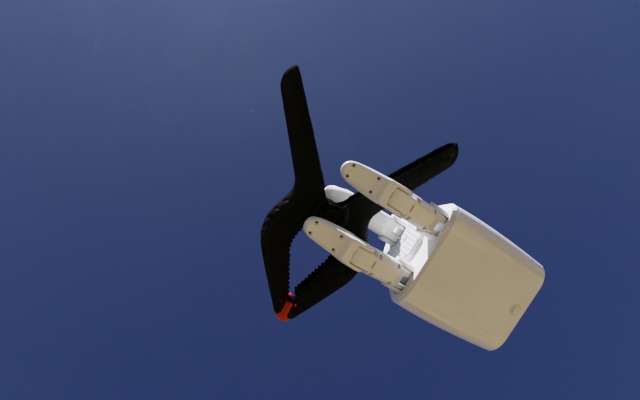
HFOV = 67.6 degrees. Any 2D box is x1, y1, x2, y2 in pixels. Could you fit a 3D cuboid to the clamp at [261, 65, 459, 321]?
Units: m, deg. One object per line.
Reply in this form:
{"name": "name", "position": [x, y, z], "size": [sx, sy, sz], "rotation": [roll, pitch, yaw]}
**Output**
{"name": "clamp", "position": [0.000, 0.002, 0.414], "size": [0.164, 0.210, 0.036], "rotation": [31, 5, -9]}
